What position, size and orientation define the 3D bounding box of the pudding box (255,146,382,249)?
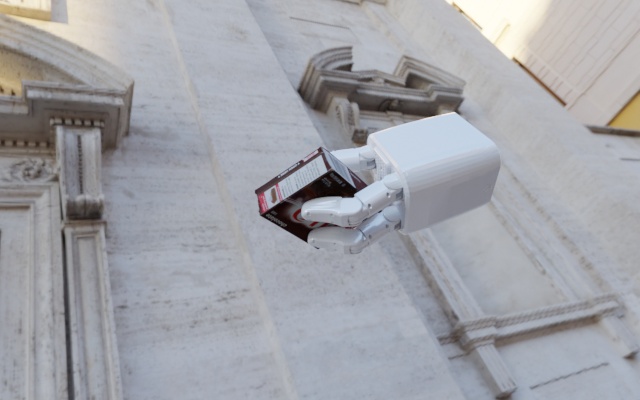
[{"bbox_3d":[0.000,0.002,0.508,0.090,0.039,0.113,-33,-40,18],"label":"pudding box"}]
